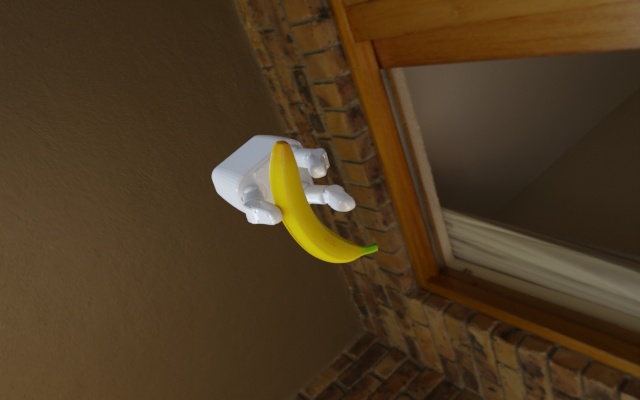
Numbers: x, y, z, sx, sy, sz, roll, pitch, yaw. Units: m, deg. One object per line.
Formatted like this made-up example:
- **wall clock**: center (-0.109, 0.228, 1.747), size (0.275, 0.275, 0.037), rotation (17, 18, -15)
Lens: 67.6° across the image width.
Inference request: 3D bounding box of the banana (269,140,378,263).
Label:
- **banana**: center (-0.011, 0.018, 0.569), size (0.198, 0.069, 0.037), rotation (48, -10, -30)
